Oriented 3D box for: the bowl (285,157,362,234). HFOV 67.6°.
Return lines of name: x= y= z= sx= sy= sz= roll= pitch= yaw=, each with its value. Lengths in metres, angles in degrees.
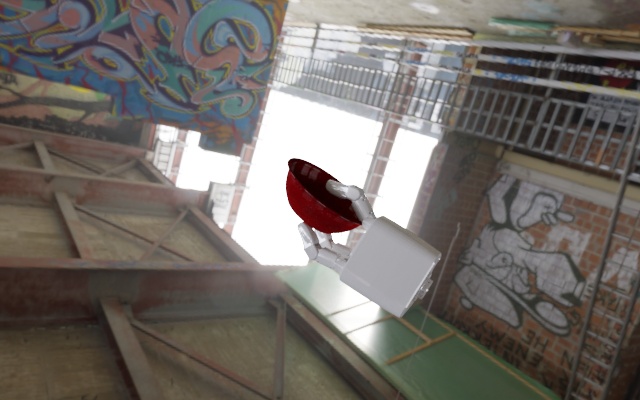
bowl: x=-0.001 y=0.002 z=0.758 sx=0.162 sy=0.055 sz=0.162 roll=34 pitch=19 yaw=-13
